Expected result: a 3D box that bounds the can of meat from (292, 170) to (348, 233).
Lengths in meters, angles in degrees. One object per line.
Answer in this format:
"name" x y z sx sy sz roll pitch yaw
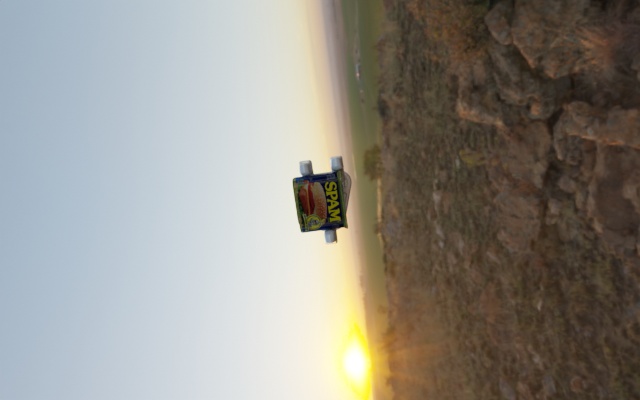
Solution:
"can of meat" 0.000 0.003 0.827 0.084 0.102 0.057 -8 7 3
